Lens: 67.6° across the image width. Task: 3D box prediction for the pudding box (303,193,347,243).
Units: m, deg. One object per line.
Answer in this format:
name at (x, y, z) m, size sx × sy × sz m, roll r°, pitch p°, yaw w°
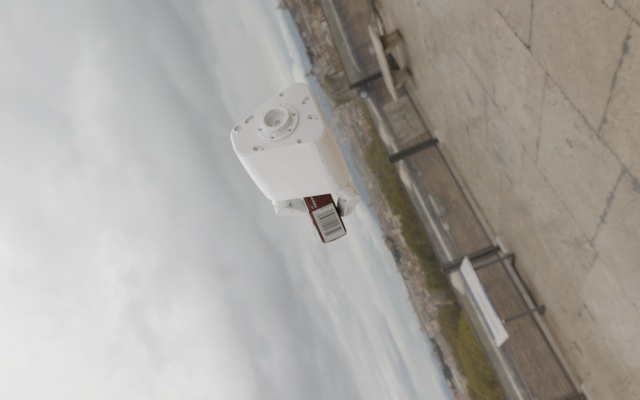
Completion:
pudding box at (0.000, 0.002, 0.681) m, size 0.039 × 0.113 × 0.090 m, roll -22°, pitch -2°, yaw 3°
